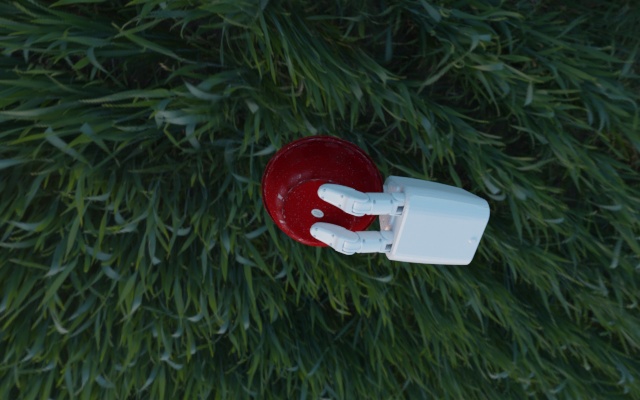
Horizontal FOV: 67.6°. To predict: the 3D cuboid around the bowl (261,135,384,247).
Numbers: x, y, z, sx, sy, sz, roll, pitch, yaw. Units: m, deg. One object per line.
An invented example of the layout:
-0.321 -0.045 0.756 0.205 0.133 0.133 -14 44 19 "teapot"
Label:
-0.001 0.002 0.607 0.162 0.162 0.055 0 28 5 "bowl"
